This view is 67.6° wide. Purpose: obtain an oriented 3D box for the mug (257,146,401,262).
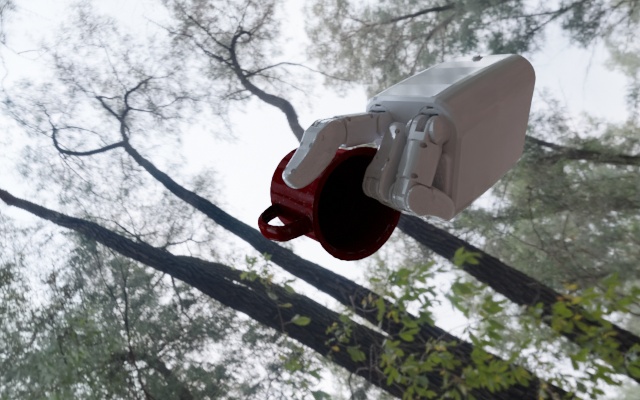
[{"bbox_3d":[-0.001,0.002,0.403,0.117,0.093,0.081,-30,27,-26],"label":"mug"}]
